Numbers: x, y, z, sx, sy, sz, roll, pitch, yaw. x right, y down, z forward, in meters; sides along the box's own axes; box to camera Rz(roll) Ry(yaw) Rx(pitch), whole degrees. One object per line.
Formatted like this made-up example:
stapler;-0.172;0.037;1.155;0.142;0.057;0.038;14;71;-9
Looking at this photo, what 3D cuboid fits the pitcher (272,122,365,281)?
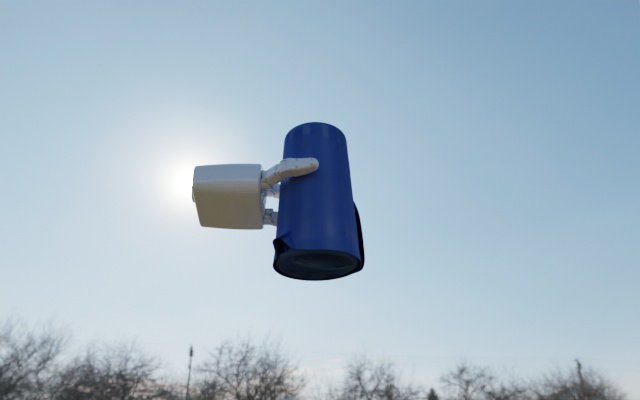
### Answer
pitcher;0.000;0.003;0.773;0.145;0.242;0.149;-1;-29;0
